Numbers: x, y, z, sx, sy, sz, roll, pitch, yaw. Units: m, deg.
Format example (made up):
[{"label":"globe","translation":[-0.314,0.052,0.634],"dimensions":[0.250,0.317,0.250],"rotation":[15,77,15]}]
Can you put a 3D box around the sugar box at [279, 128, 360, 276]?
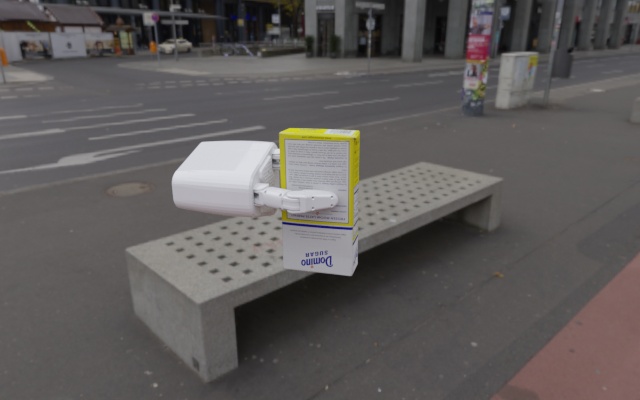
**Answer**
[{"label":"sugar box","translation":[0.000,0.002,0.593],"dimensions":[0.093,0.176,0.048],"rotation":[5,20,14]}]
